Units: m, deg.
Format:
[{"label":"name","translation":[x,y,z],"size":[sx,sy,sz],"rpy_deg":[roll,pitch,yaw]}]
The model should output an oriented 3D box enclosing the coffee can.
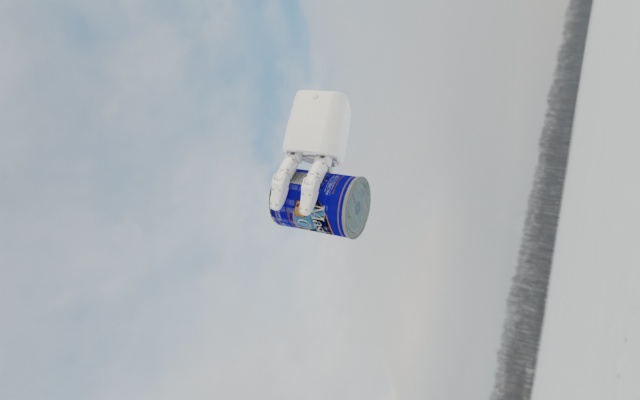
[{"label":"coffee can","translation":[0.000,0.003,0.798],"size":[0.140,0.103,0.103],"rpy_deg":[9,4,26]}]
